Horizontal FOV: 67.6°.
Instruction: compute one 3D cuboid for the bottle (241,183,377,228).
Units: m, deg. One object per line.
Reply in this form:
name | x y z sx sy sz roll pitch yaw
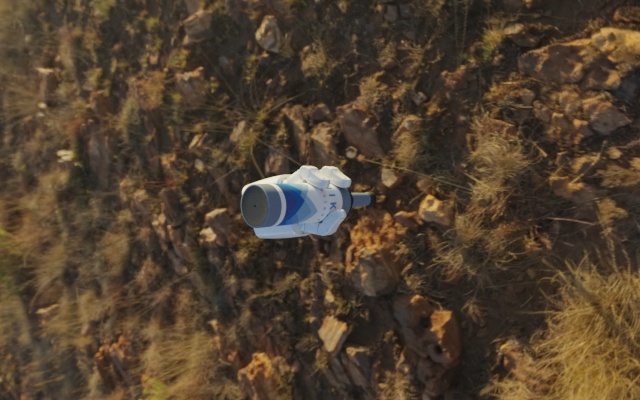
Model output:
bottle | 0.000 0.003 0.819 0.069 0.069 0.296 0 2 42
